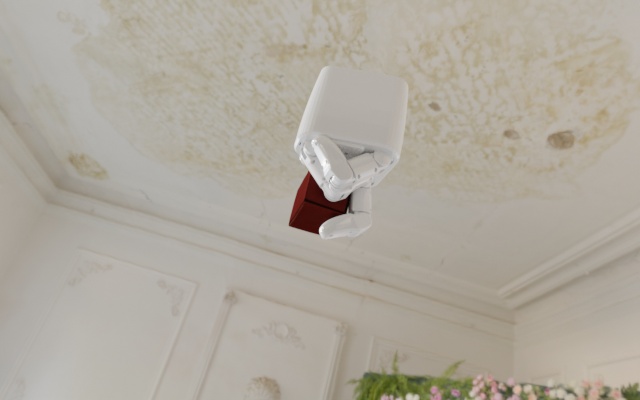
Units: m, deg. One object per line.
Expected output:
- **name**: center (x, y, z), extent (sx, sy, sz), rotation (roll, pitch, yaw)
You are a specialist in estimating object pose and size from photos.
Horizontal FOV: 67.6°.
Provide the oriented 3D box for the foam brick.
- **foam brick**: center (0.000, 0.002, 0.568), extent (0.053, 0.051, 0.078), rotation (18, -28, -10)
